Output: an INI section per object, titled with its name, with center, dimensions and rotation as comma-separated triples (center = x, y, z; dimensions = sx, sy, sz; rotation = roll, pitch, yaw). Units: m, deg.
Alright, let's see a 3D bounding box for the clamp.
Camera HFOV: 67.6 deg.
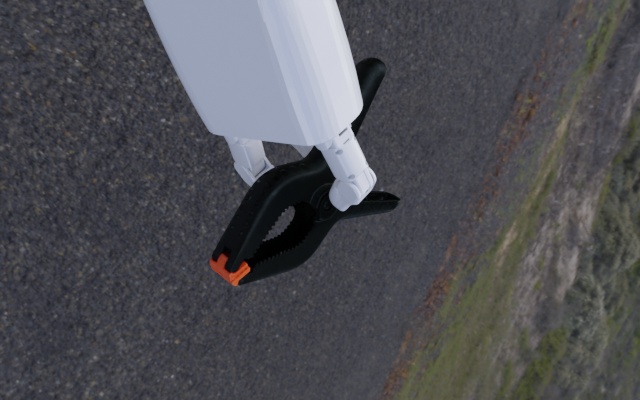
[clamp]
center = 0.000, 0.002, 0.410
dimensions = 0.036, 0.165, 0.210
rotation = 26, 62, 39
